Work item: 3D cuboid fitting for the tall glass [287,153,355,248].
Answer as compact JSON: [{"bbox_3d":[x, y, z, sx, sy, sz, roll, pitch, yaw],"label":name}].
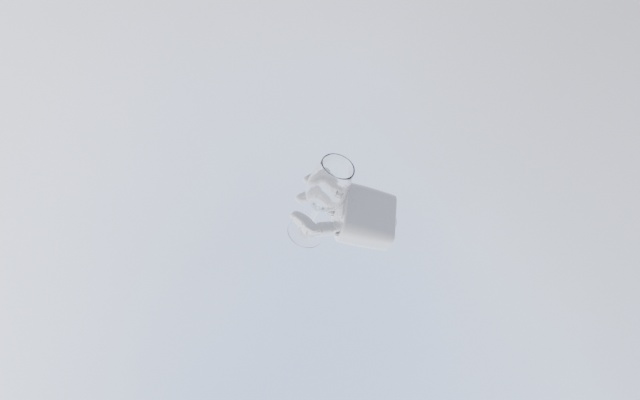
[{"bbox_3d":[0.000,0.003,0.896,0.079,0.079,0.201,0,-39,-23],"label":"tall glass"}]
